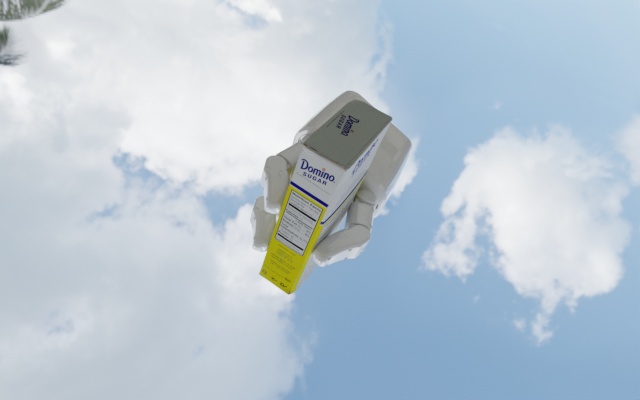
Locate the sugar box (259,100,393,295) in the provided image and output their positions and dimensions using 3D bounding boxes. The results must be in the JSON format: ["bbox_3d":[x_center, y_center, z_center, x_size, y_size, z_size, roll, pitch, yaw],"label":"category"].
[{"bbox_3d":[0.000,0.001,0.436,0.048,0.176,0.093,30,44,11],"label":"sugar box"}]
